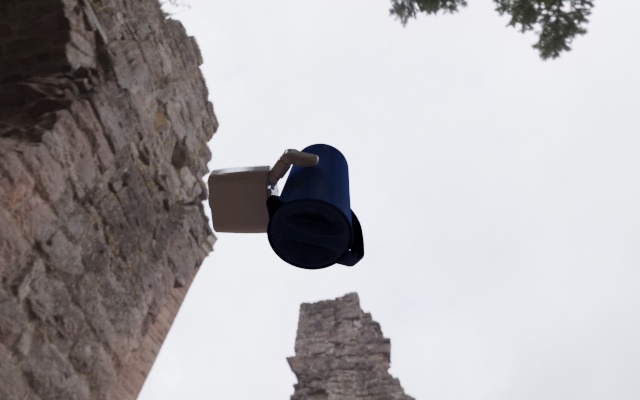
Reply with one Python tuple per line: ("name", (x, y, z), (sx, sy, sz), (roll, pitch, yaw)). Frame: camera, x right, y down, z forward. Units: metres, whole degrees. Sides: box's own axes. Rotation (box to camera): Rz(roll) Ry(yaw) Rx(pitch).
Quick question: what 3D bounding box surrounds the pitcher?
("pitcher", (0.000, 0.003, 0.828), (0.145, 0.149, 0.242), (-3, 30, 7))
